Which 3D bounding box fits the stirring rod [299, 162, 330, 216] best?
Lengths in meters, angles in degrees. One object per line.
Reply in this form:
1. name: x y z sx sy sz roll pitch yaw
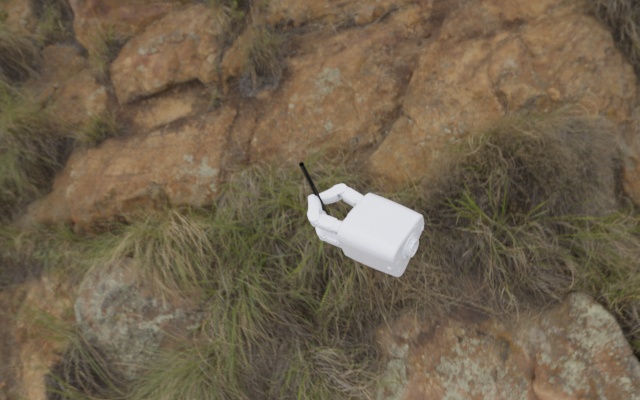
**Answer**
1. stirring rod: 0.000 0.003 0.865 0.011 0.011 0.240 0 -30 17
